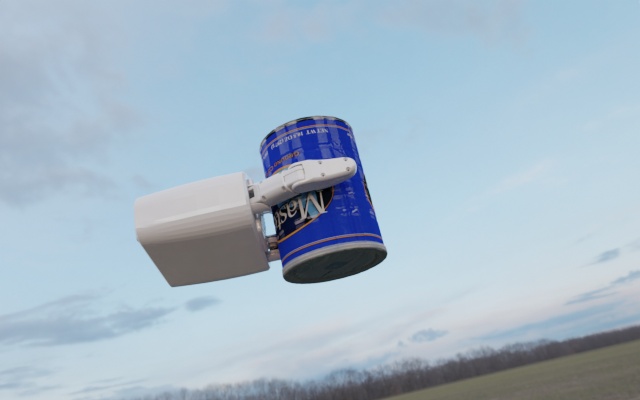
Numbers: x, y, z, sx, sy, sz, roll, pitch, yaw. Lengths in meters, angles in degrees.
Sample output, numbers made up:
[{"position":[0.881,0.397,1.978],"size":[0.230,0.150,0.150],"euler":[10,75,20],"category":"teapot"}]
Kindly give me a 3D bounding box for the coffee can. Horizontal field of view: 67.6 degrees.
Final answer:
[{"position":[0.000,0.002,0.482],"size":[0.103,0.140,0.103],"euler":[-11,-23,-5],"category":"coffee can"}]
